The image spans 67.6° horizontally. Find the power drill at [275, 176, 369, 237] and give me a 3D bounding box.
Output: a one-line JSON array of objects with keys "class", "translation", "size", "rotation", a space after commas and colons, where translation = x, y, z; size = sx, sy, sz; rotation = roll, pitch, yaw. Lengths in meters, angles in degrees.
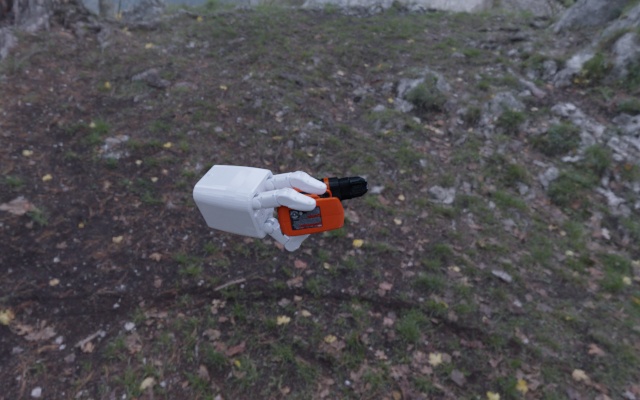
[{"class": "power drill", "translation": [0.000, 0.003, 0.843], "size": [0.184, 0.057, 0.187], "rotation": [-10, 13, 3]}]
